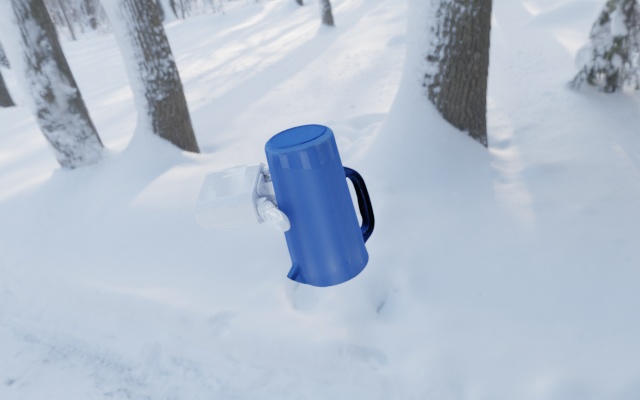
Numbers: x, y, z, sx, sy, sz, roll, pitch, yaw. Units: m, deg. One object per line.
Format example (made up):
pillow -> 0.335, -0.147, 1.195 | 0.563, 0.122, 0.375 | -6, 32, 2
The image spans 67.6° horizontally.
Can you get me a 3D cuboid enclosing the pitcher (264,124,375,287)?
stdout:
pitcher -> 0.000, 0.003, 0.772 | 0.145, 0.243, 0.149 | -7, 26, 14
